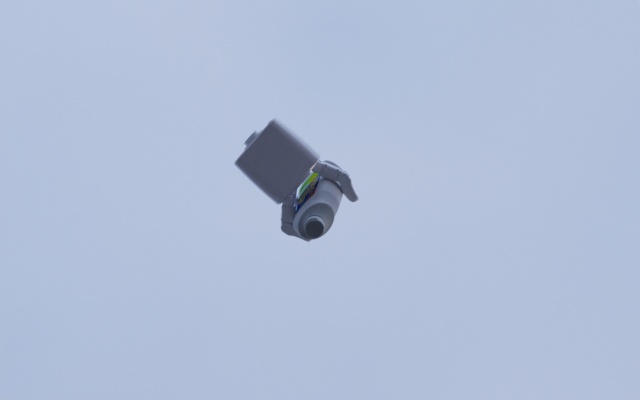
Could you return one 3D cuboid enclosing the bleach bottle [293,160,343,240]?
[{"bbox_3d":[0.000,0.003,0.833,0.068,0.102,0.250,41,13,-9],"label":"bleach bottle"}]
